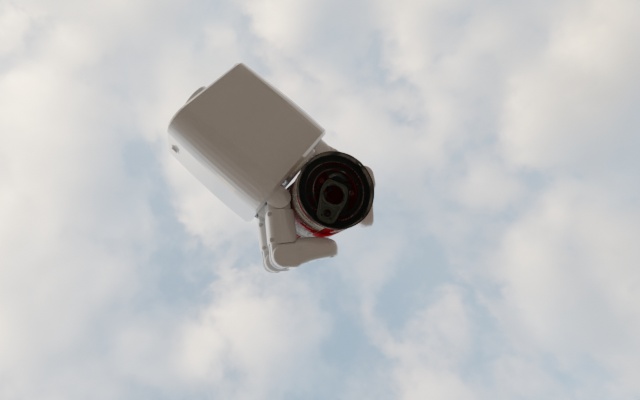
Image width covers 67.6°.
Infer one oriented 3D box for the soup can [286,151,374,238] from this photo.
[{"bbox_3d":[0.000,0.002,0.447,0.068,0.068,0.102,0,-12,-16],"label":"soup can"}]
